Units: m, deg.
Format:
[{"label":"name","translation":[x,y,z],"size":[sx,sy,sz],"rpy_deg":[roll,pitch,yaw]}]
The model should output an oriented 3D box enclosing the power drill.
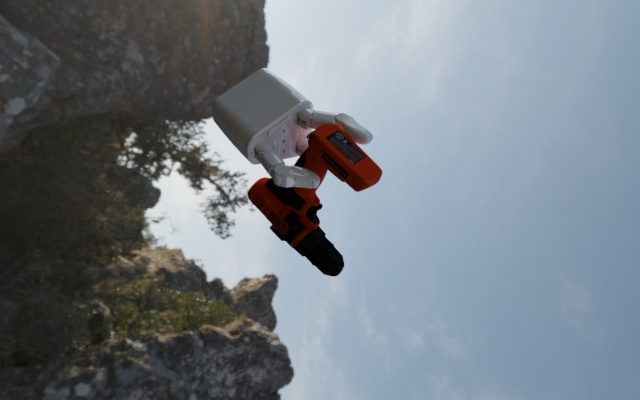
[{"label":"power drill","translation":[0.000,0.002,0.665],"size":[0.188,0.184,0.057],"rpy_deg":[-48,-4,37]}]
